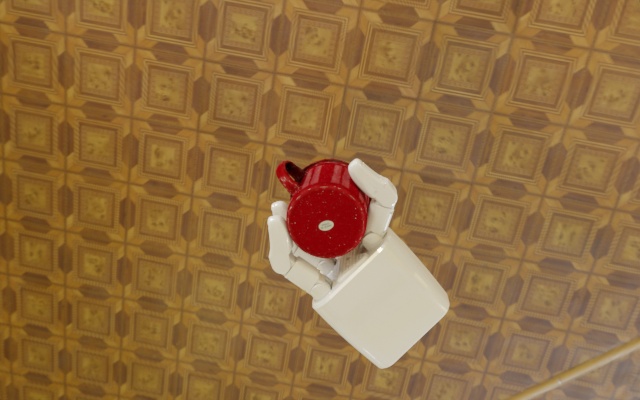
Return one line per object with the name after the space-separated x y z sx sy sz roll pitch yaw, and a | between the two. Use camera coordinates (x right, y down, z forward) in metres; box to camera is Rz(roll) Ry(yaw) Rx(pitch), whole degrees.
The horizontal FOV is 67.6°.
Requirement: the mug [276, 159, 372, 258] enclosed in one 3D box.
-0.001 0.001 0.505 0.093 0.117 0.081 -43 10 16 | mug
